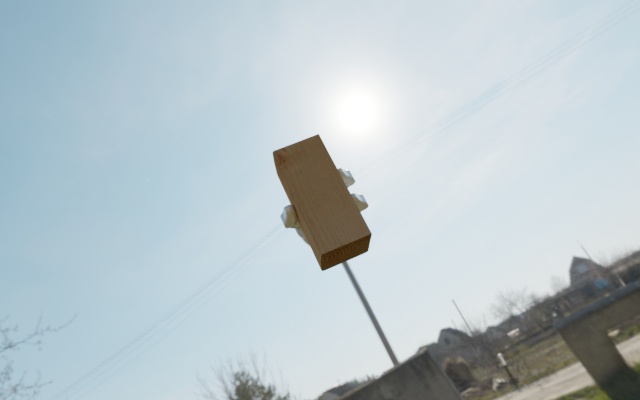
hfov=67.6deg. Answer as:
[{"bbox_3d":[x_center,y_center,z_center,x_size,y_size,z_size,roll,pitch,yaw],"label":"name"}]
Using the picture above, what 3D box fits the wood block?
[{"bbox_3d":[0.000,0.003,0.824,0.091,0.206,0.090,-23,-24,-10],"label":"wood block"}]
